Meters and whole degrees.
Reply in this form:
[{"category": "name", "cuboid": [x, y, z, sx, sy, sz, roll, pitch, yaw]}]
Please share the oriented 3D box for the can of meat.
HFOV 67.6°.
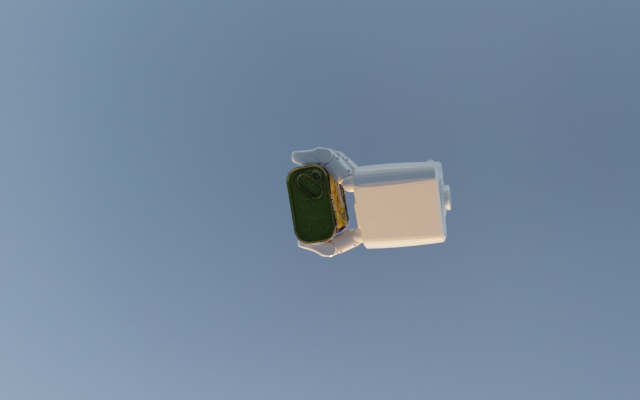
[{"category": "can of meat", "cuboid": [0.000, 0.002, 0.657, 0.057, 0.102, 0.084, -9, 2, 19]}]
